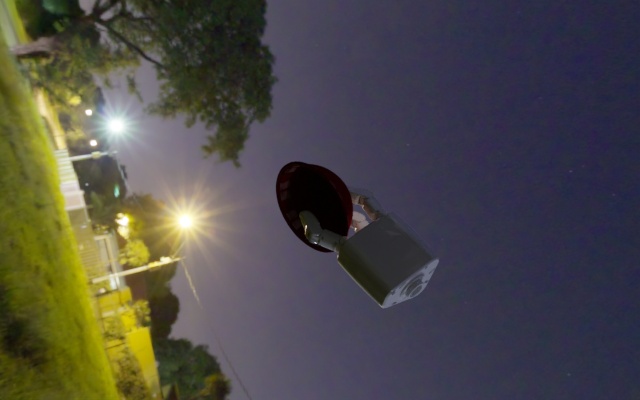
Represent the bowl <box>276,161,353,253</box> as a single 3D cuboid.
[{"bbox_3d":[0.000,0.001,0.786,0.162,0.162,0.055,0,24,47],"label":"bowl"}]
